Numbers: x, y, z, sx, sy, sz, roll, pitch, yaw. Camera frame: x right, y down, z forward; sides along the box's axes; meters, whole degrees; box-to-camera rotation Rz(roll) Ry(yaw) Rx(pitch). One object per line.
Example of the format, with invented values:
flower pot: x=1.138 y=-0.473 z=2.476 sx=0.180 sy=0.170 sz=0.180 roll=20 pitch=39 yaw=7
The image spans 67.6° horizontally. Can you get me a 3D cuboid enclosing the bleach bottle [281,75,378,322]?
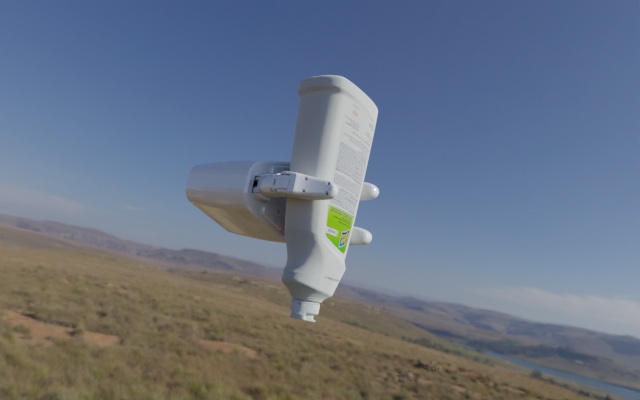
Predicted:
bleach bottle: x=0.000 y=0.002 z=0.517 sx=0.068 sy=0.250 sz=0.102 roll=3 pitch=-13 yaw=36
